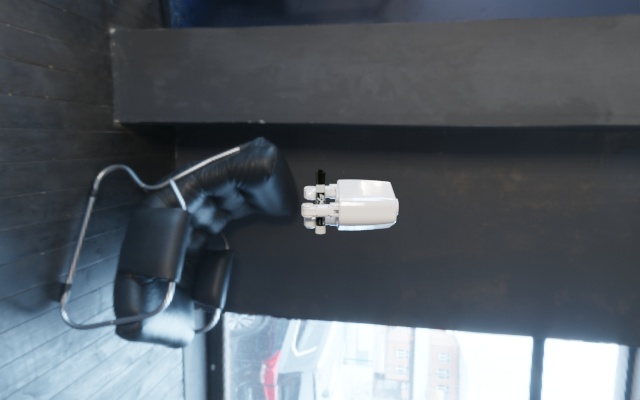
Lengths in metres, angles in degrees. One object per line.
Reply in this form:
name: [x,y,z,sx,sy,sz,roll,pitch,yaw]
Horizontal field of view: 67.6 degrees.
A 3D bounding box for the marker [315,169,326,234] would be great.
marker: [0.000,0.002,0.891,0.020,0.121,0.020,0,9,0]
